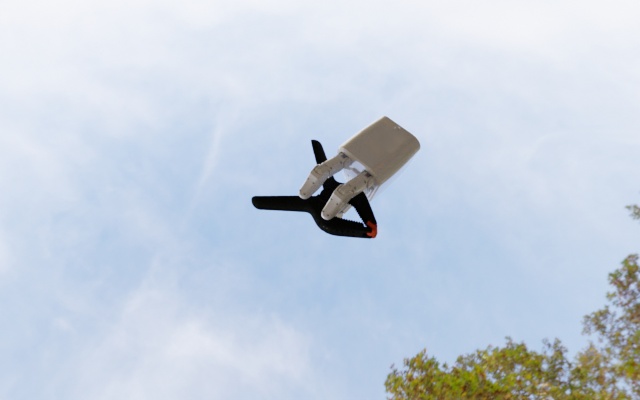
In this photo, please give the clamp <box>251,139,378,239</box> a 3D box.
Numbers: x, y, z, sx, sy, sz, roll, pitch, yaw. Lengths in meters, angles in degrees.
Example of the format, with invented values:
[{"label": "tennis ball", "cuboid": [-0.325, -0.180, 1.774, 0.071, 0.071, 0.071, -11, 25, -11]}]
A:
[{"label": "clamp", "cuboid": [0.001, 0.003, 0.781, 0.210, 0.164, 0.036, 41, -18, 27]}]
